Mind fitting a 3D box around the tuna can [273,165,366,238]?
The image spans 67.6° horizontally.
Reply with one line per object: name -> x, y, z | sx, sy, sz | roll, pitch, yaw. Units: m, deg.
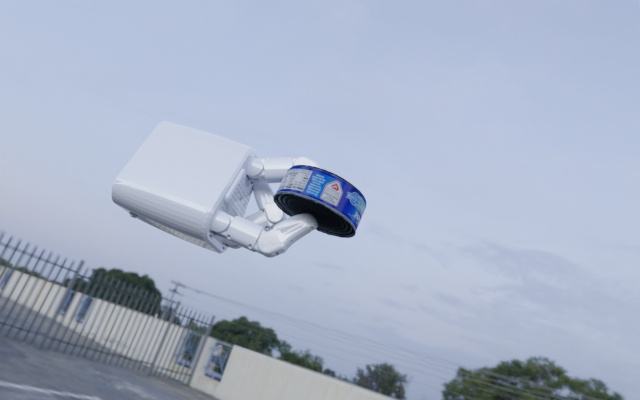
tuna can -> 0.000, 0.001, 0.459 | 0.086, 0.033, 0.086 | 22, -19, 8
